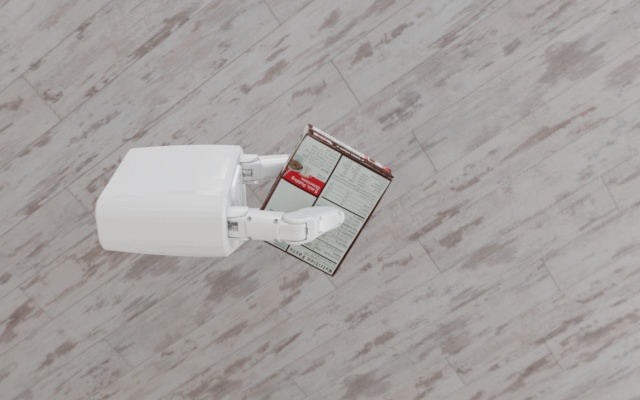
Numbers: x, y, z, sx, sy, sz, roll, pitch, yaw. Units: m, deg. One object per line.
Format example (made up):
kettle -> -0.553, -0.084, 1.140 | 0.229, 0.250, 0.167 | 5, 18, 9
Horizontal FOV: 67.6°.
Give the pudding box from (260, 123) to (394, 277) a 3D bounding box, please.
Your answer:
pudding box -> 0.000, 0.001, 0.436 | 0.090, 0.113, 0.039 | 28, 18, -8
